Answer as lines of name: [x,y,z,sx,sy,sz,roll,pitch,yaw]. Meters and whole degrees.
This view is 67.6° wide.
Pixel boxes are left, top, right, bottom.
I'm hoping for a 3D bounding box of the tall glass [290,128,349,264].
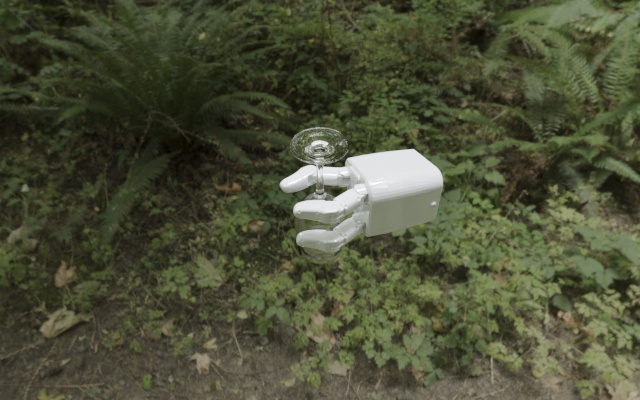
tall glass: [0.000,0.002,0.665,0.079,0.201,0.079,0,44,0]
